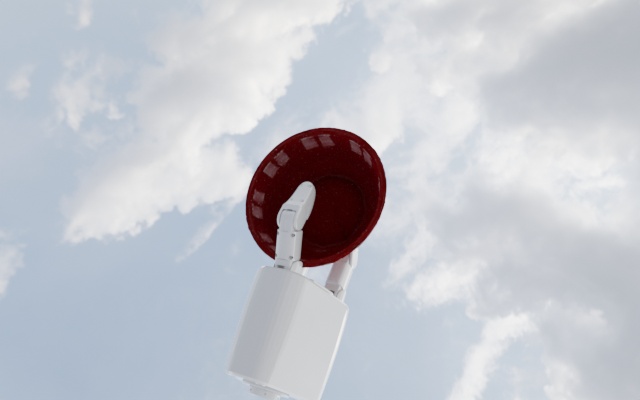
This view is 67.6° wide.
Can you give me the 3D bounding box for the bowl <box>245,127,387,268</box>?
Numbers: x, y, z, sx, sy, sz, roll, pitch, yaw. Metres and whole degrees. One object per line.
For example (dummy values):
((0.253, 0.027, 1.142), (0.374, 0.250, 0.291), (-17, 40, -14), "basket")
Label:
((0.001, 0.001, 0.532), (0.162, 0.162, 0.055), (0, -21, 22), "bowl")
